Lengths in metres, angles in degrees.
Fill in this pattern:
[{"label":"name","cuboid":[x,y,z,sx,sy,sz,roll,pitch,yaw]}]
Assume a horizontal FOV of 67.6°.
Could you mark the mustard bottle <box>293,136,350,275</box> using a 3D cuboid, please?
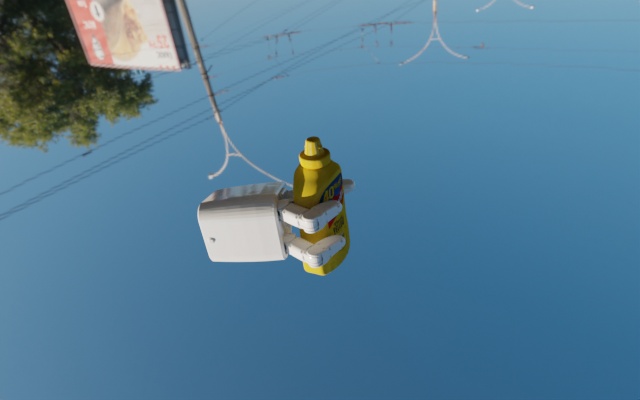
[{"label":"mustard bottle","cuboid":[0.000,0.002,0.659,0.058,0.192,0.096,10,36,27]}]
